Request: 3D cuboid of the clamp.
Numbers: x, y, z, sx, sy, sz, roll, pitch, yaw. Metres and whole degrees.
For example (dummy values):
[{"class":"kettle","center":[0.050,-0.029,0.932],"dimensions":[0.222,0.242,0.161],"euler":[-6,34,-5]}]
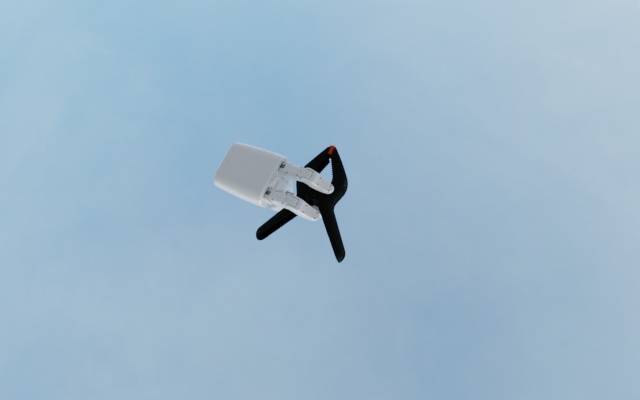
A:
[{"class":"clamp","center":[0.000,0.003,0.839],"dimensions":[0.164,0.210,0.036],"euler":[21,-17,20]}]
